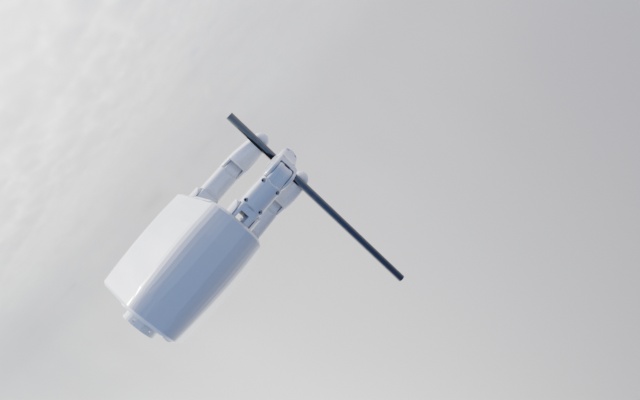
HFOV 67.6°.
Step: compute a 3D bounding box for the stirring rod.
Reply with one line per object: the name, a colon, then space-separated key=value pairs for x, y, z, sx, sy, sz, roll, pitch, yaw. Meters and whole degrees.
stirring rod: x=0.000 y=0.002 z=0.471 sx=0.239 sy=0.011 sz=0.011 roll=43 pitch=-13 yaw=-14
